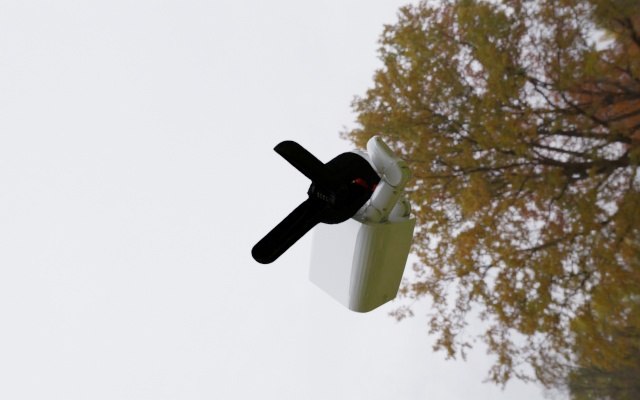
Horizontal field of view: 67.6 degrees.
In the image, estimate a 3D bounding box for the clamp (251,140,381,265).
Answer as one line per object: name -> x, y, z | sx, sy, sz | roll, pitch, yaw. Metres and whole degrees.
clamp -> 0.000, 0.001, 0.473 | 0.039, 0.120, 0.171 | 39, 25, 32
